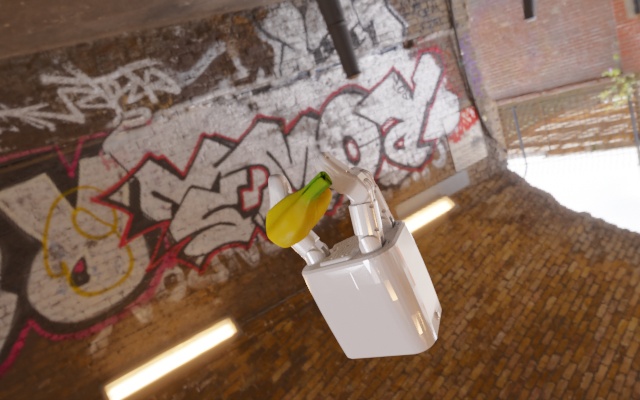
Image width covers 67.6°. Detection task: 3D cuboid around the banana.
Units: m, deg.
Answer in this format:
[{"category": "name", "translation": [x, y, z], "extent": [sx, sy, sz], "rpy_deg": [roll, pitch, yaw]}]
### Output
[{"category": "banana", "translation": [-0.016, 0.012, 0.429], "extent": [0.069, 0.037, 0.198], "rpy_deg": [-33, 0, 0]}]
